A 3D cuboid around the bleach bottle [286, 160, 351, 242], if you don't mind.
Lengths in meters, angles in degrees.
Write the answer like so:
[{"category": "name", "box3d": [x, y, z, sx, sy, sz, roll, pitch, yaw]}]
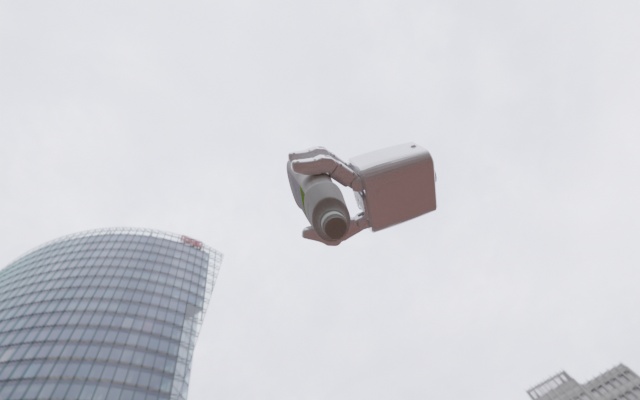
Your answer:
[{"category": "bleach bottle", "box3d": [0.000, 0.002, 0.695, 0.068, 0.103, 0.250, -18, 20, -4]}]
